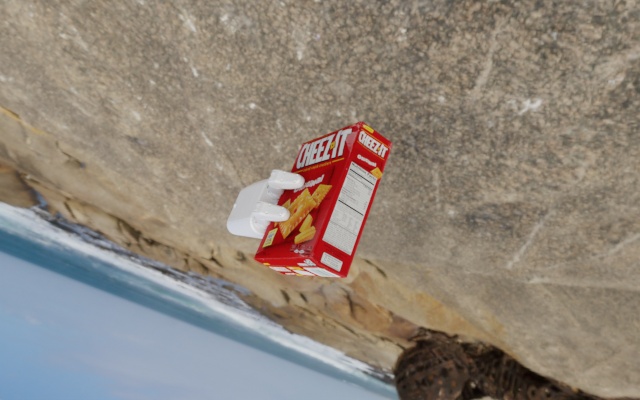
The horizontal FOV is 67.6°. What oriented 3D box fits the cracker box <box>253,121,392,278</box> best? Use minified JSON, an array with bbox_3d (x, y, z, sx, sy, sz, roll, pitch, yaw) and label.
[{"bbox_3d":[0.000,0.003,0.706,0.072,0.213,0.164,31,-22,-27],"label":"cracker box"}]
